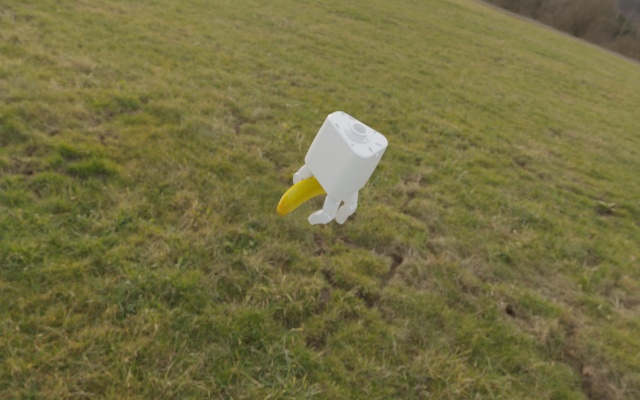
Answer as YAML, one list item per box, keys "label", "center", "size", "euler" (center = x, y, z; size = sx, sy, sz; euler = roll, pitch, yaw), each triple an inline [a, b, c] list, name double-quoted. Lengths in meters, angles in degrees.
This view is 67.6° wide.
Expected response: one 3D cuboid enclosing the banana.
- label: "banana"
  center: [-0.003, -0.014, 0.902]
  size: [0.198, 0.069, 0.037]
  euler: [-5, -21, -38]
